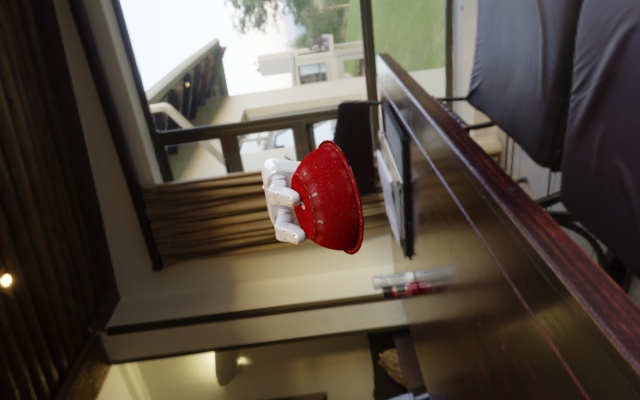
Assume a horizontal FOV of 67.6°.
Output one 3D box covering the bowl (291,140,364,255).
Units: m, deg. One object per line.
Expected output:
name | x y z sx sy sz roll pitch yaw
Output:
bowl | 0.000 0.002 0.647 0.055 0.162 0.162 -14 4 -18
